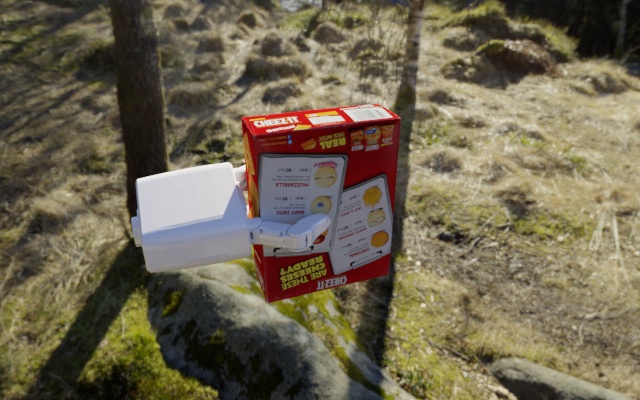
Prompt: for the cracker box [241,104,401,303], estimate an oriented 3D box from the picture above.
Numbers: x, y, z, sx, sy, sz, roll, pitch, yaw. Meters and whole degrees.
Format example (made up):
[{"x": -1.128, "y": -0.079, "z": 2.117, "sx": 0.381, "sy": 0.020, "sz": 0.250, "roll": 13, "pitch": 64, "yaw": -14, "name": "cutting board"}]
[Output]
[{"x": 0.000, "y": 0.002, "z": 0.563, "sx": 0.164, "sy": 0.214, "sz": 0.072, "roll": -10, "pitch": 31, "yaw": -16, "name": "cracker box"}]
